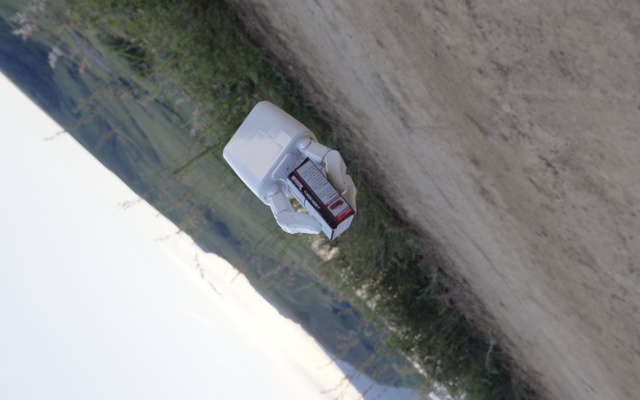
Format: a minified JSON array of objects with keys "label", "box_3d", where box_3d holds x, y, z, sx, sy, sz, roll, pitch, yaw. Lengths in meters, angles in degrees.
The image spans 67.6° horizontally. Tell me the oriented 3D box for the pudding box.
[{"label":"pudding box","box_3d":[0.000,0.002,0.609,0.039,0.090,0.113,-41,-8,-6]}]
